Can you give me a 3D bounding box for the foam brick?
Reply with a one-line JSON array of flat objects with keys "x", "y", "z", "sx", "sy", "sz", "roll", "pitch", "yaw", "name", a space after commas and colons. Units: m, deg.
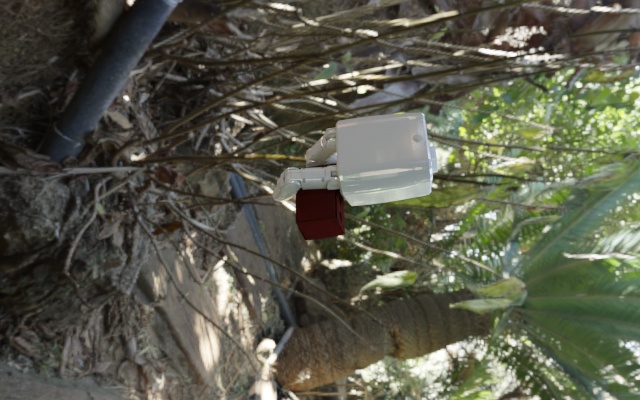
[{"x": 0.000, "y": 0.002, "z": 0.588, "sx": 0.051, "sy": 0.078, "sz": 0.053, "roll": -6, "pitch": -28, "yaw": 10, "name": "foam brick"}]
